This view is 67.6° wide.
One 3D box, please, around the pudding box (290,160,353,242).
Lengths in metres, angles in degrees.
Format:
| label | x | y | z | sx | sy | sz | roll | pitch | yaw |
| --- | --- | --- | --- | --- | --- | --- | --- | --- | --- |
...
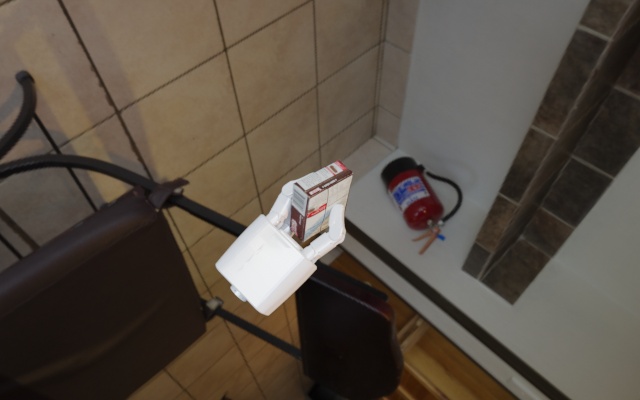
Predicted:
| label | x | y | z | sx | sy | sz | roll | pitch | yaw |
| --- | --- | --- | --- | --- | --- | --- | --- | --- | --- |
| pudding box | 0.000 | 0.003 | 0.737 | 0.090 | 0.039 | 0.114 | -30 | -29 | -29 |
